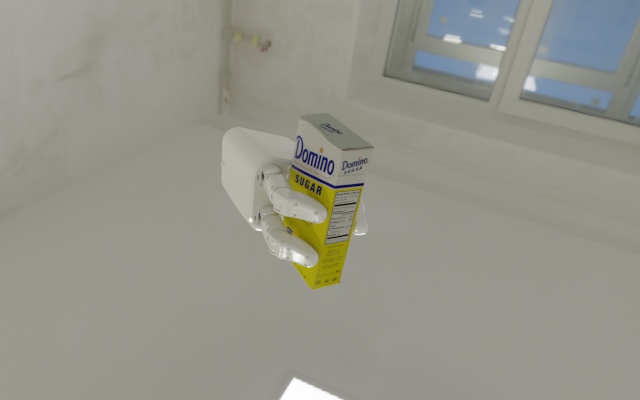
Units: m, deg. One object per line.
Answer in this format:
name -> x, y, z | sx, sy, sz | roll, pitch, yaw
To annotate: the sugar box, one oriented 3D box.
sugar box -> 0.000, 0.002, 0.533 | 0.048, 0.176, 0.093 | -10, 35, -29
